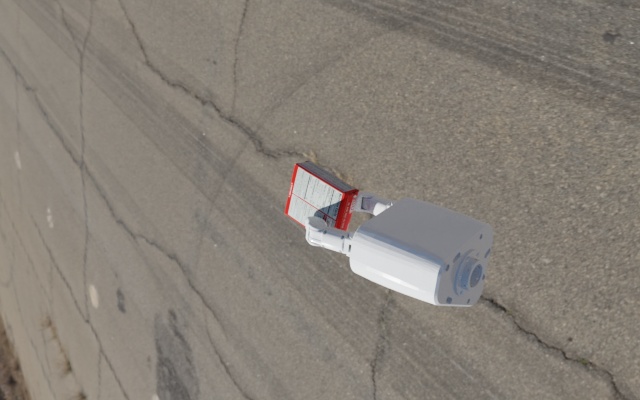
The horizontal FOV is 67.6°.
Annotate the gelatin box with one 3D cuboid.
[{"bbox_3d":[0.000,0.002,0.594,0.089,0.073,0.030,32,31,33],"label":"gelatin box"}]
